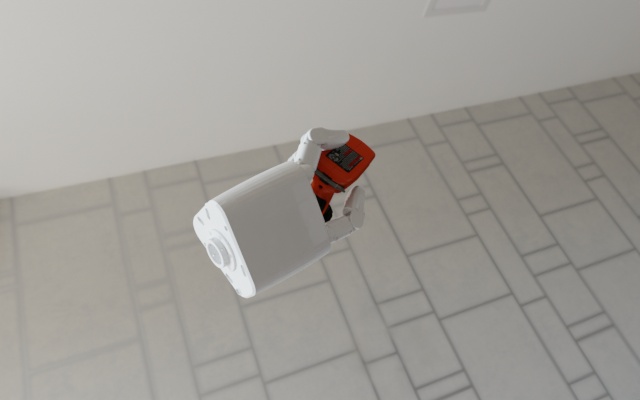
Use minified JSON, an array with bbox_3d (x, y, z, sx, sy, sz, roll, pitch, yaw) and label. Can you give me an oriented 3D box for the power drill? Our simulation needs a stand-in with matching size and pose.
[{"bbox_3d":[0.000,0.002,0.644,0.057,0.188,0.184,35,35,6],"label":"power drill"}]
